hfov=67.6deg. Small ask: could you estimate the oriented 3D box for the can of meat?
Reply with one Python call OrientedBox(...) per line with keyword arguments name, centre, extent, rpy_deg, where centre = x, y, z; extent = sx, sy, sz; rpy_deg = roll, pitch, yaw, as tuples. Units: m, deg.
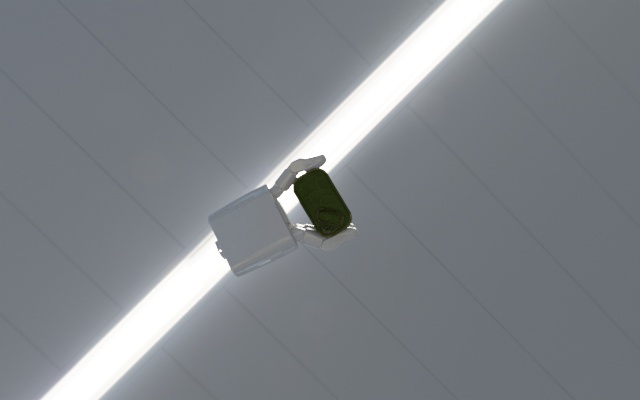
OrientedBox(name="can of meat", centre=(0.000, 0.002, 0.737), extent=(0.057, 0.102, 0.084), rpy_deg=(-31, 3, -3))
